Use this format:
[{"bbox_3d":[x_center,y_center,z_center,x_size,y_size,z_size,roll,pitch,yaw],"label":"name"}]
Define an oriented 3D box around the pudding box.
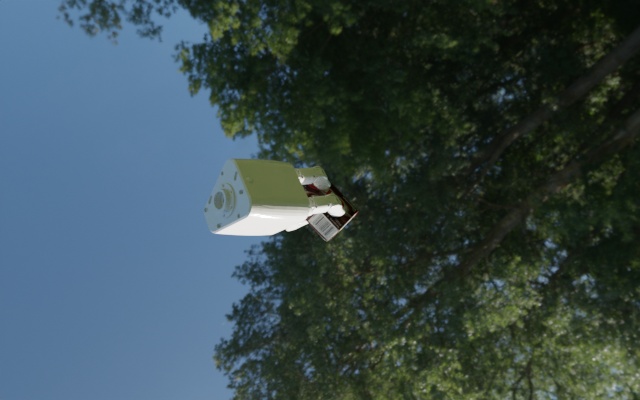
[{"bbox_3d":[0.000,0.003,0.794,0.039,0.113,0.090,-43,-2,33],"label":"pudding box"}]
